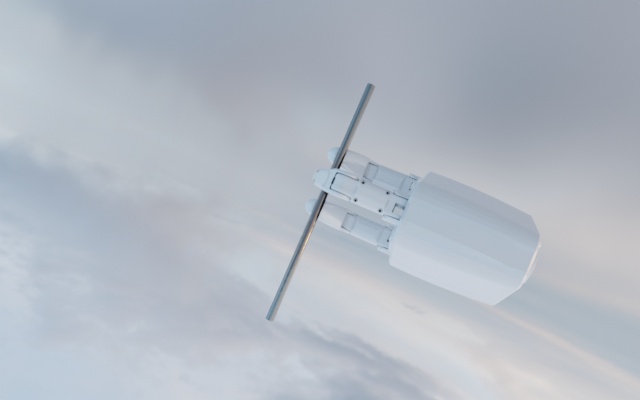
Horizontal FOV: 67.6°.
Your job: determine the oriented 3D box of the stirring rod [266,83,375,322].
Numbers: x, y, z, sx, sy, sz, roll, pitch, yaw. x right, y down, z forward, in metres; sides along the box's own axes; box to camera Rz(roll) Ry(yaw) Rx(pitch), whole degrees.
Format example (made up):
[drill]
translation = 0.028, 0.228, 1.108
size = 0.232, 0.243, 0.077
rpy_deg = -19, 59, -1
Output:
[stirring rod]
translation = 0.000, 0.001, 0.449
size = 0.011, 0.239, 0.011
rpy_deg = 23, -1, 0
